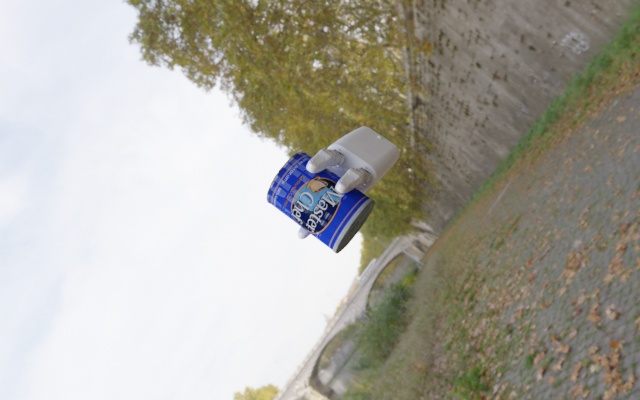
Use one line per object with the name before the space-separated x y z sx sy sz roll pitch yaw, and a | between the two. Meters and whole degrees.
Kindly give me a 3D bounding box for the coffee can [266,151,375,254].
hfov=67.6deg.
coffee can | 0.000 0.003 0.758 0.140 0.103 0.103 36 9 13
